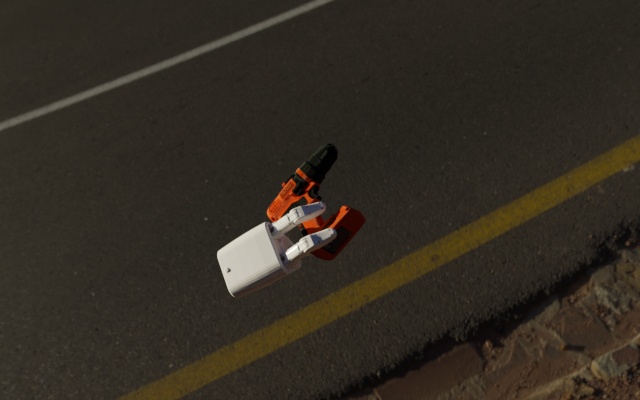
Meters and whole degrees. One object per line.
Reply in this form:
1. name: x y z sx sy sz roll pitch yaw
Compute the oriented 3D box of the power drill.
1. power drill: 0.000 0.003 0.855 0.057 0.184 0.187 31 11 -41
